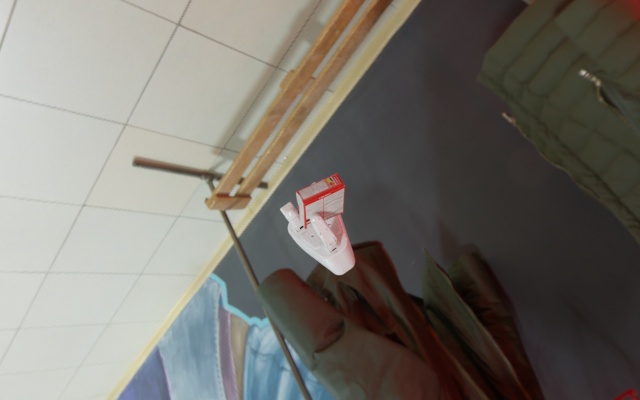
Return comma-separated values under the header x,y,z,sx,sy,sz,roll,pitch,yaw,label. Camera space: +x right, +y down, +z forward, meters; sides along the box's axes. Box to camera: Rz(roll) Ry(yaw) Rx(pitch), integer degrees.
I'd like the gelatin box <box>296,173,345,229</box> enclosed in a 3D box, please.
x,y,z,sx,sy,sz,roll,pitch,yaw,label
0.000,0.003,0.770,0.073,0.030,0.089,-24,-27,-13,gelatin box
